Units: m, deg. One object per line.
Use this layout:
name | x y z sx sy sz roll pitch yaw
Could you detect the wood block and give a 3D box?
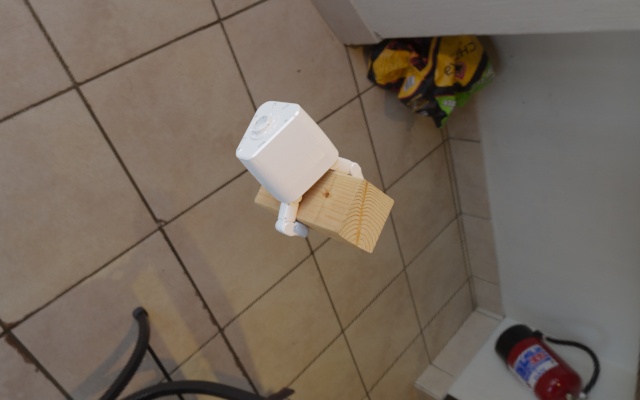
wood block | 0.000 0.003 0.770 0.206 0.091 0.090 18 -10 46
